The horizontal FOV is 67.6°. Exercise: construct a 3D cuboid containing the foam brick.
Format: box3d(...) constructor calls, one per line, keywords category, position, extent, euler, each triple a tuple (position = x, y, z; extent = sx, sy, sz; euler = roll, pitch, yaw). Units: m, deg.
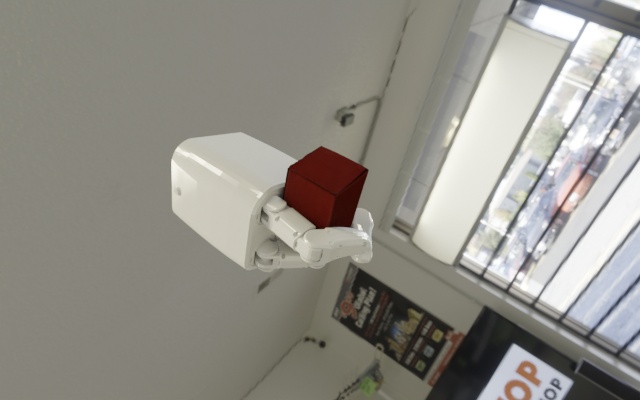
box3d(category="foam brick", position=(0.000, 0.001, 0.423), extent=(0.051, 0.078, 0.053), euler=(32, 42, 20))
